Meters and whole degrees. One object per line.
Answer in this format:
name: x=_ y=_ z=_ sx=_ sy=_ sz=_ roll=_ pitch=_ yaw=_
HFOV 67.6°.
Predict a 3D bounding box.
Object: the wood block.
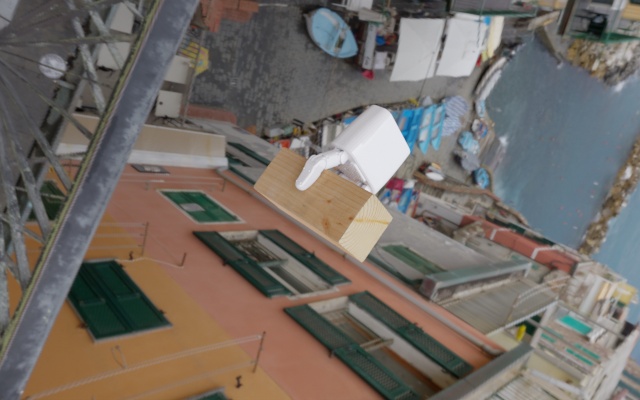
wood block: x=0.000 y=0.002 z=0.780 sx=0.206 sy=0.090 sz=0.091 roll=30 pitch=-9 yaw=38
